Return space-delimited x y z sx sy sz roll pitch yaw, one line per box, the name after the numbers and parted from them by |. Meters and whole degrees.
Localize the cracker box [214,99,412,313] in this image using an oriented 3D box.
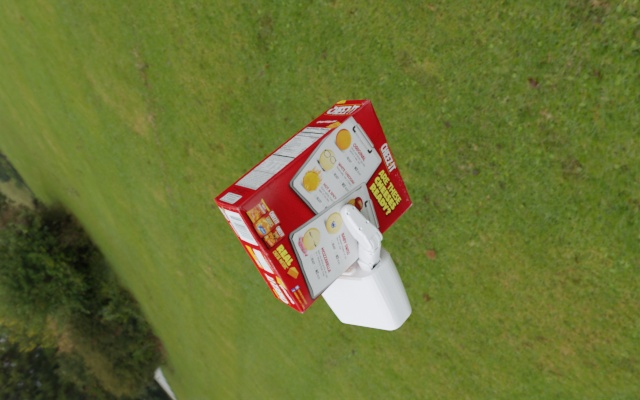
0.000 0.002 0.585 0.213 0.164 0.072 -42 33 -24 | cracker box
